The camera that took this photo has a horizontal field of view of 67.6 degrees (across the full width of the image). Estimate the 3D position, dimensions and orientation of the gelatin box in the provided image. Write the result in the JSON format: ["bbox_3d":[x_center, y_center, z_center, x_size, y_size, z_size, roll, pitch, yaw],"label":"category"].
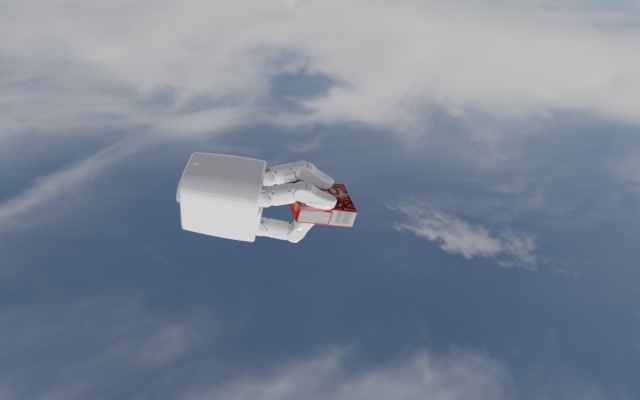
[{"bbox_3d":[0.000,0.003,0.688,0.089,0.030,0.073,6,33,-20],"label":"gelatin box"}]
